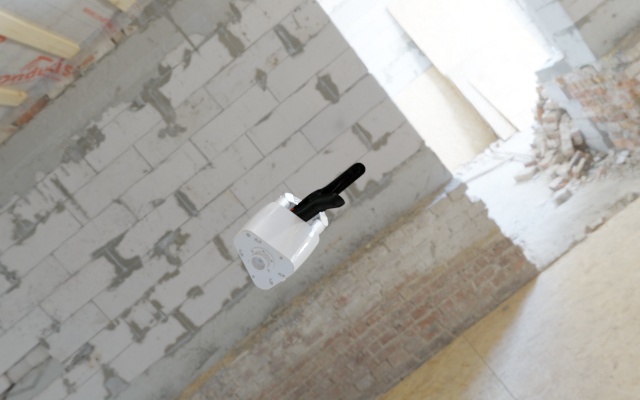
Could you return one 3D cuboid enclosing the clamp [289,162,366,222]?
[{"bbox_3d":[0.000,0.002,0.834,0.171,0.039,0.120,-36,7,31],"label":"clamp"}]
